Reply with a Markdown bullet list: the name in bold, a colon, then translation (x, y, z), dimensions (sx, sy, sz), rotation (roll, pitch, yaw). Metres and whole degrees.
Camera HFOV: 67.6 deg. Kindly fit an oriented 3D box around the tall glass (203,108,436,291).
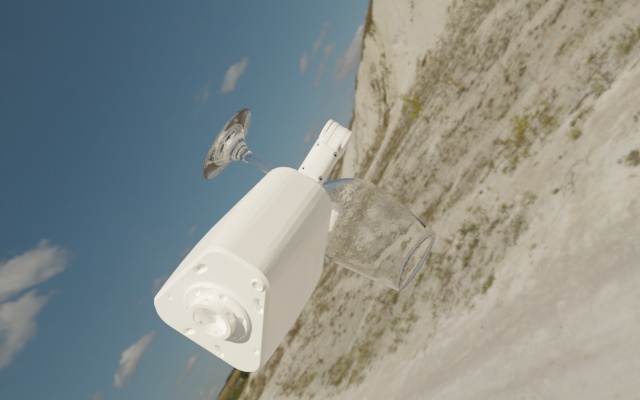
- **tall glass**: translation (0.000, 0.001, 0.426), dimensions (0.201, 0.079, 0.079), rotation (32, 2, 3)
